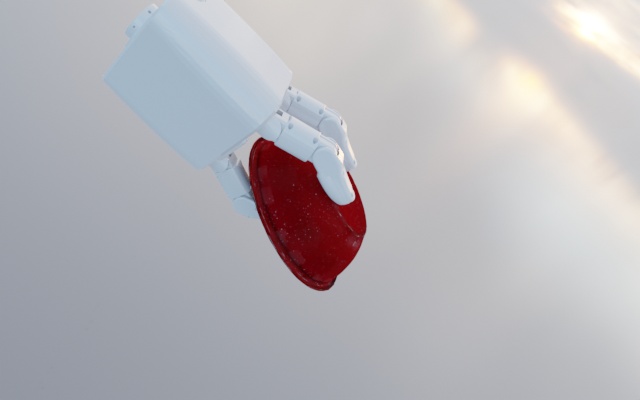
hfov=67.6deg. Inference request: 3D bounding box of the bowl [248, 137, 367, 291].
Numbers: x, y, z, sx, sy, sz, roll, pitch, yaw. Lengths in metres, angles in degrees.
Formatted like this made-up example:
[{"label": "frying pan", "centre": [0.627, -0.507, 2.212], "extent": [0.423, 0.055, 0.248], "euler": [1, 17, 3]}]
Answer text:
[{"label": "bowl", "centre": [0.001, 0.002, 0.459], "extent": [0.055, 0.162, 0.162], "euler": [-23, -8, 19]}]
